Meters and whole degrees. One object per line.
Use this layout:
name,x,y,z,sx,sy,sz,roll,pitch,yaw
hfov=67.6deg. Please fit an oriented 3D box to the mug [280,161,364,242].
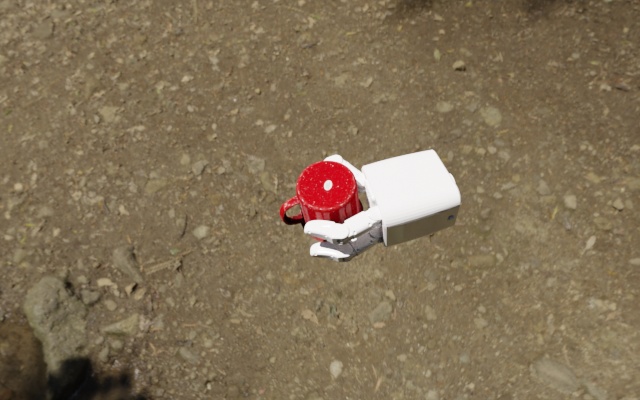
mug,-0.001,0.002,0.657,0.117,0.093,0.081,-16,-32,-2
